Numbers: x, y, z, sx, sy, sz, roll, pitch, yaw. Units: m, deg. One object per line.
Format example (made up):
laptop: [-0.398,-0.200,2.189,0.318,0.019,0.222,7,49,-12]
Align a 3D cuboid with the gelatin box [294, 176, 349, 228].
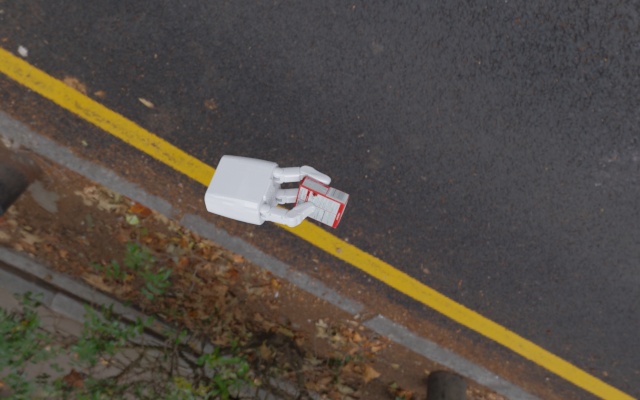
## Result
gelatin box: [0.000,0.003,0.864,0.089,0.030,0.073,24,-41,5]
